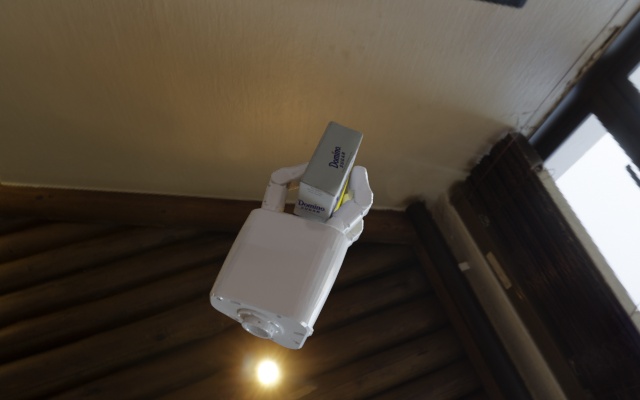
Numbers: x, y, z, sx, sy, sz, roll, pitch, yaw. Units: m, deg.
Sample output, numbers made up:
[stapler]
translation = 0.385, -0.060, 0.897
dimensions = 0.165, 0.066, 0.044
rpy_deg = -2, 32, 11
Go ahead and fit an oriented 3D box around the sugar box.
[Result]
[sugar box]
translation = 0.001, 0.002, 0.560
dimensions = 0.048, 0.093, 0.176
rpy_deg = 23, -33, 2
